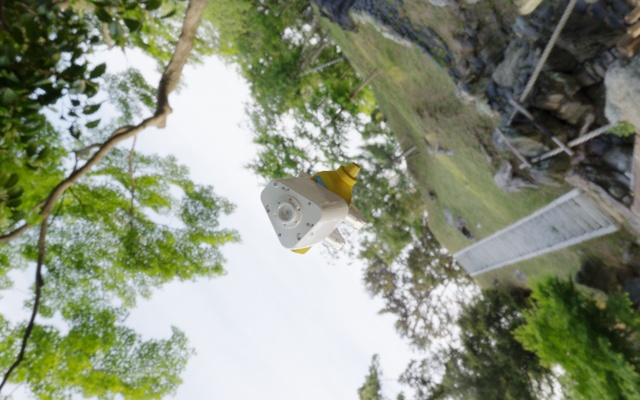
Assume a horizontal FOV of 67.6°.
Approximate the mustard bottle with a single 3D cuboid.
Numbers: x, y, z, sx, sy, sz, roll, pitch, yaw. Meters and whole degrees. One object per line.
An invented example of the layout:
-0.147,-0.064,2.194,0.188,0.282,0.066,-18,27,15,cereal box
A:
0.000,0.003,0.867,0.058,0.192,0.096,23,28,-48,mustard bottle
